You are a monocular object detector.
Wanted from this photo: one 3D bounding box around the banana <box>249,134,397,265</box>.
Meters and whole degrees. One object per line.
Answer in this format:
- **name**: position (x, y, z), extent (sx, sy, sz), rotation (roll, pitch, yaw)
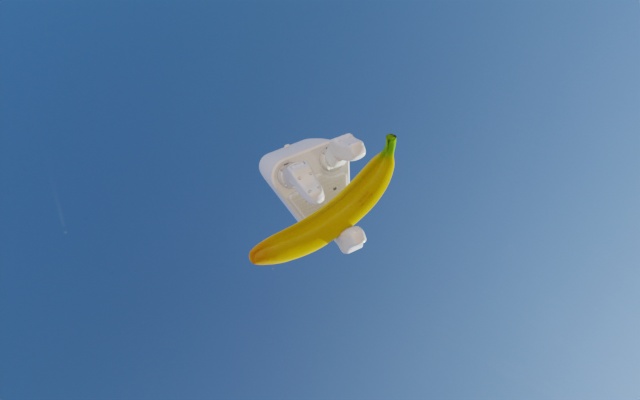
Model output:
- **banana**: position (0.012, 0.010, 0.517), extent (0.070, 0.198, 0.037), rotation (50, -3, -42)
